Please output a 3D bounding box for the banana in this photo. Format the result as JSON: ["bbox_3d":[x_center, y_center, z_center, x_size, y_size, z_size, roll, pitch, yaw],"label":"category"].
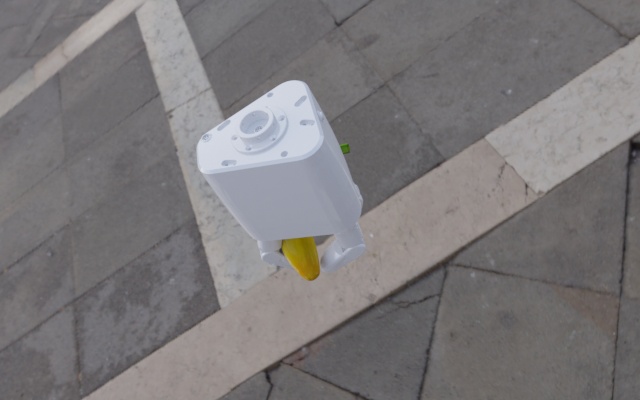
[{"bbox_3d":[-0.017,-0.002,0.534,0.069,0.197,0.037,3,-39,15],"label":"banana"}]
